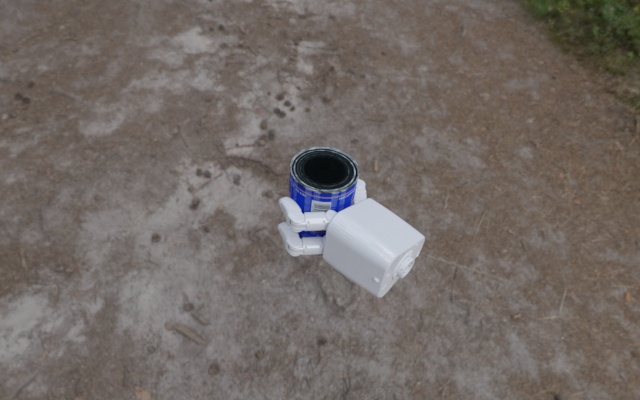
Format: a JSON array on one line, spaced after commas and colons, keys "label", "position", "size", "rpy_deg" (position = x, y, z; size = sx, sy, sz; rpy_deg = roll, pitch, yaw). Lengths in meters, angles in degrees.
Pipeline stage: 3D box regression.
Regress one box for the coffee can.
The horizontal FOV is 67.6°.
[{"label": "coffee can", "position": [0.000, 0.002, 0.742], "size": [0.103, 0.140, 0.102], "rpy_deg": [4, 45, -4]}]
